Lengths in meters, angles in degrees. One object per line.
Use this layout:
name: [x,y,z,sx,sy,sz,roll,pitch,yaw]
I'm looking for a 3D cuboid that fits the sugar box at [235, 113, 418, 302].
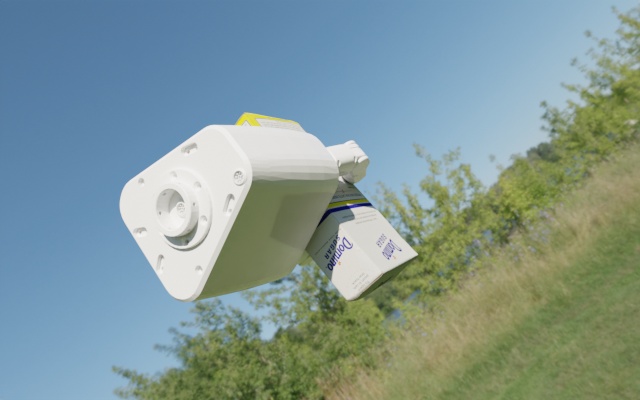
sugar box: [0.000,0.002,0.418,0.048,0.176,0.093,-45,-18,23]
